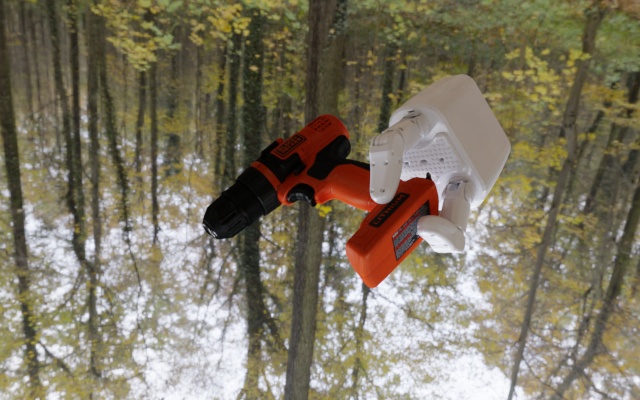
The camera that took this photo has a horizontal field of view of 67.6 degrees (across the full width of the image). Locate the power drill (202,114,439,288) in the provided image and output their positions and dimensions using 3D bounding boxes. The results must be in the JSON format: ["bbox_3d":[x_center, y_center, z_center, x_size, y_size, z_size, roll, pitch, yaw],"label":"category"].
[{"bbox_3d":[0.001,0.002,0.452,0.184,0.057,0.187,-42,50,-19],"label":"power drill"}]
